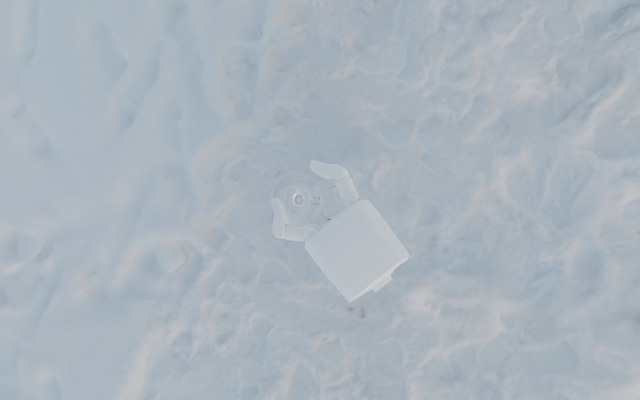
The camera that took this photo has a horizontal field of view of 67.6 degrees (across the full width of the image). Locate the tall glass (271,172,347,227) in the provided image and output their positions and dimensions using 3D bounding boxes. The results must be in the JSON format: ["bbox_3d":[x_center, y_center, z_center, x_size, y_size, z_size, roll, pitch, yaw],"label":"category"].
[{"bbox_3d":[0.000,0.002,0.739,0.079,0.079,0.201,0,-2,20],"label":"tall glass"}]
